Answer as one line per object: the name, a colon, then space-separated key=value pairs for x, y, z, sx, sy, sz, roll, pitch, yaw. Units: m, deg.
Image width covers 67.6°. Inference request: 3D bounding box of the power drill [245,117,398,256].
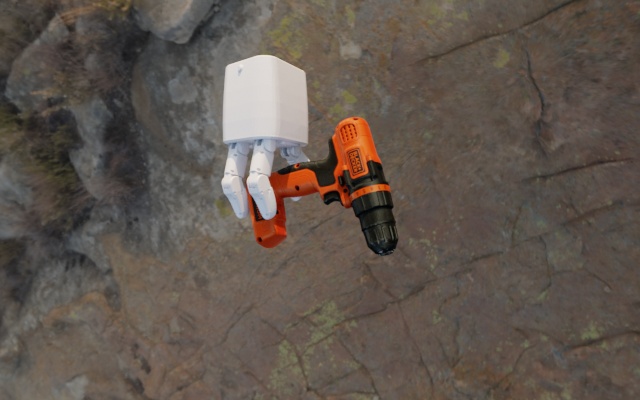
power drill: x=0.000 y=0.002 z=0.630 sx=0.187 sy=0.184 sz=0.057 roll=-19 pitch=-20 yaw=18
